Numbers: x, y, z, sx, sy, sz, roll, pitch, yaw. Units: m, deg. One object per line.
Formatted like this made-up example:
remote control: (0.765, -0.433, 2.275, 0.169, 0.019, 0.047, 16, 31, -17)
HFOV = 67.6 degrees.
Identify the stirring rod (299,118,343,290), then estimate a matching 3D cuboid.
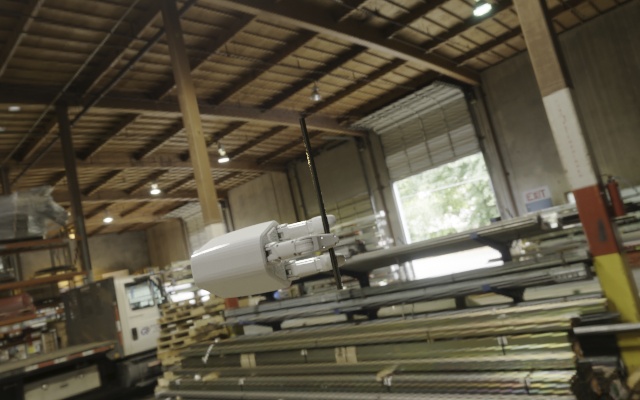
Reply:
stirring rod: (0.000, 0.002, 0.652, 0.011, 0.239, 0.011, -13, -7, -2)
